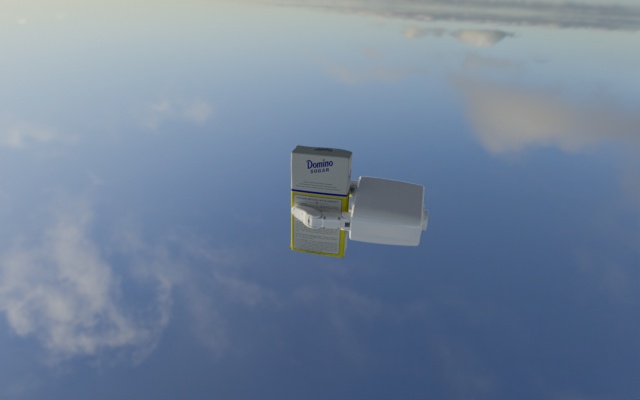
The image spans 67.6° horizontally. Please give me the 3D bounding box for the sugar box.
[{"bbox_3d":[0.000,0.002,0.774,0.093,0.176,0.048,7,23,9],"label":"sugar box"}]
